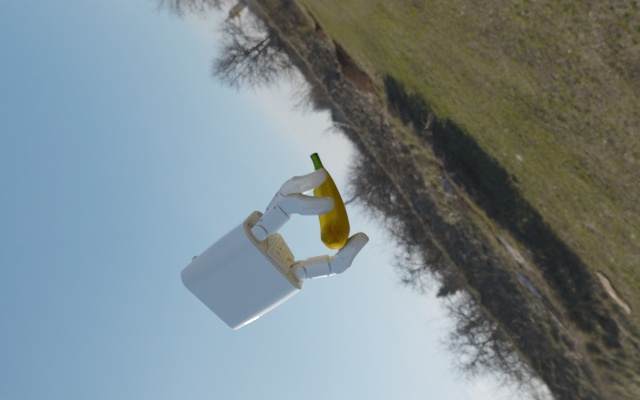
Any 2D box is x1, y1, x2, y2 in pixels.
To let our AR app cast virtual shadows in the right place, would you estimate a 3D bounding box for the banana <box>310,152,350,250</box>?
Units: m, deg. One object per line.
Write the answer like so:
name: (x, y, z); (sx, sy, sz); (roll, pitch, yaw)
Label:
banana: (0.010, 0.013, 0.612); (0.037, 0.070, 0.197); (-31, 32, 11)
